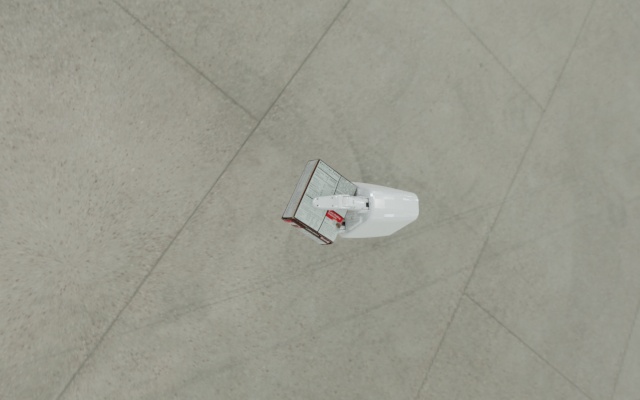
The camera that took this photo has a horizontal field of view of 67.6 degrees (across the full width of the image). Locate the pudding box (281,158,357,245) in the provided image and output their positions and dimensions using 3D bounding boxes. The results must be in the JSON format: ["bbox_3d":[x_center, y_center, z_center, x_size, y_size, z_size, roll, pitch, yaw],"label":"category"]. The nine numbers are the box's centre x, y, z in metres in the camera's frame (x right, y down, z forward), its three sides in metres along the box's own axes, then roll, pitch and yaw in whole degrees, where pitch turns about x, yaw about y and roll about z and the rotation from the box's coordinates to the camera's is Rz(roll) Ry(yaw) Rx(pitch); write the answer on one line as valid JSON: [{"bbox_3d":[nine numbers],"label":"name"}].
[{"bbox_3d":[0.000,0.003,0.771,0.090,0.113,0.039,34,-24,-26],"label":"pudding box"}]
